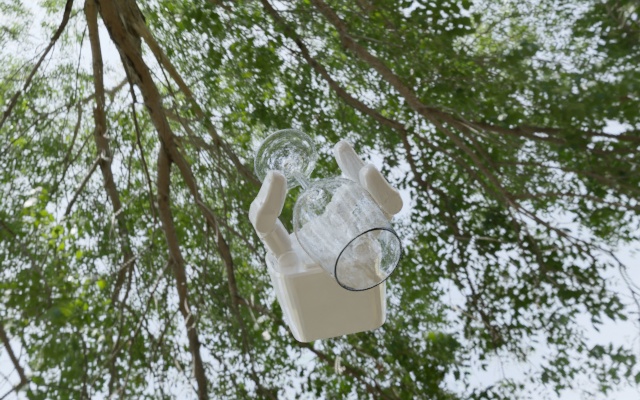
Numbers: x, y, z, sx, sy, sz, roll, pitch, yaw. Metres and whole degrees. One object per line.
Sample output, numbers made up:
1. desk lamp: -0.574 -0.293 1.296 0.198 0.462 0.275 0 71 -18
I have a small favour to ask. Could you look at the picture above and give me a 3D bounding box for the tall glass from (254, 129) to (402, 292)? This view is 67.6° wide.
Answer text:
1. tall glass: 0.000 0.001 0.458 0.079 0.079 0.201 0 28 -26
